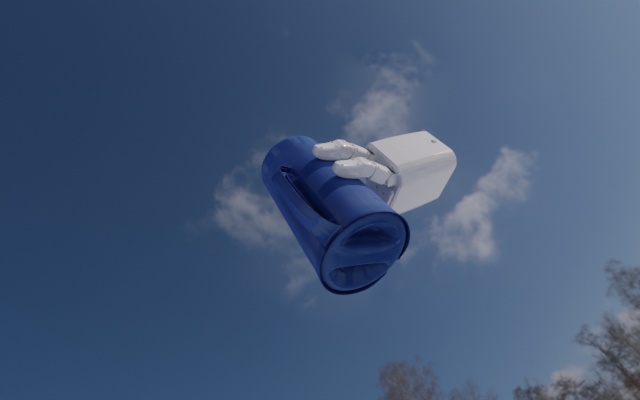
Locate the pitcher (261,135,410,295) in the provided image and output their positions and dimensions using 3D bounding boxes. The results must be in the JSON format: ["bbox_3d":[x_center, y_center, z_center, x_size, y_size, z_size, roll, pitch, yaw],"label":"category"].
[{"bbox_3d":[0.000,0.002,0.672,0.145,0.149,0.242,-18,42,-20],"label":"pitcher"}]
